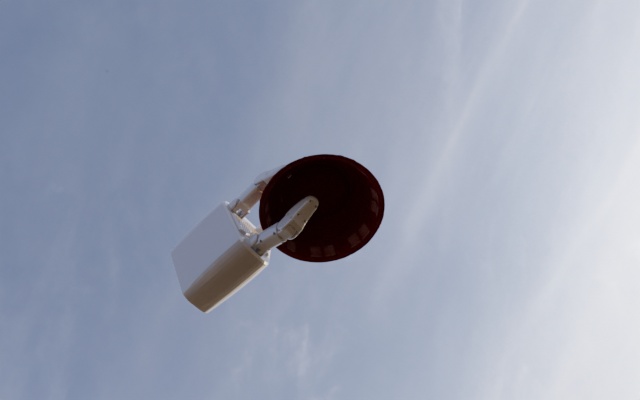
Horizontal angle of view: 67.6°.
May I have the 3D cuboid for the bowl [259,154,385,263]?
[{"bbox_3d":[0.001,0.001,0.630,0.162,0.162,0.055,0,30,-6],"label":"bowl"}]
